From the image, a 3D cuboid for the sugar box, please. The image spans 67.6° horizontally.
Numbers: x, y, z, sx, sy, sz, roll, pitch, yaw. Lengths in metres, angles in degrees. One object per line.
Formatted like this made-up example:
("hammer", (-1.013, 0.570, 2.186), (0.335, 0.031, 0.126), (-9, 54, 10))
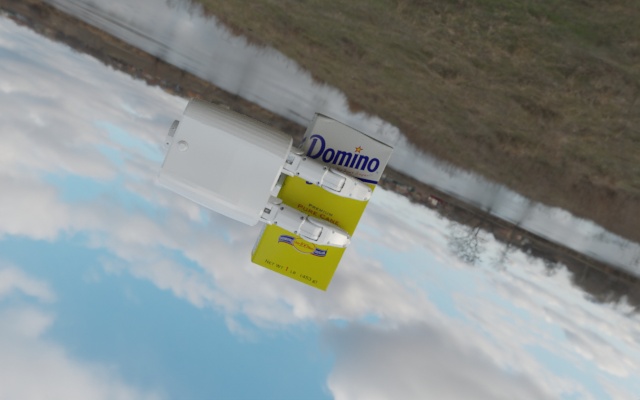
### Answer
("sugar box", (0.000, 0.002, 0.528), (0.093, 0.176, 0.048), (23, 8, -11))
